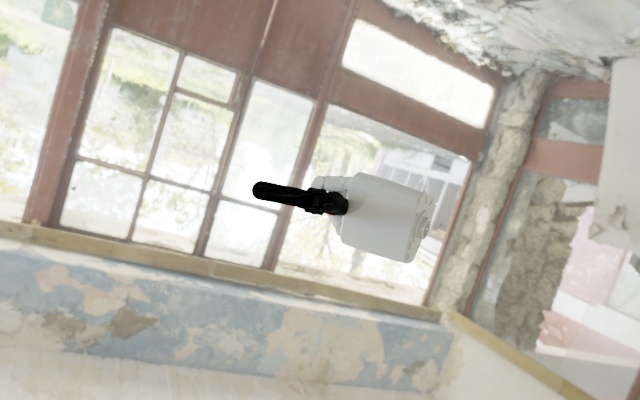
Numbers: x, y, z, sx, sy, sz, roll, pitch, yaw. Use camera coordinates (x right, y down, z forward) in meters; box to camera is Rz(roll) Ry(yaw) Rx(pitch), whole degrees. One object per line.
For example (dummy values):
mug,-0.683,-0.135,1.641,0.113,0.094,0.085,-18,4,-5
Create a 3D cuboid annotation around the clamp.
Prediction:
clamp,0.000,0.003,0.644,0.120,0.039,0.171,15,3,28
